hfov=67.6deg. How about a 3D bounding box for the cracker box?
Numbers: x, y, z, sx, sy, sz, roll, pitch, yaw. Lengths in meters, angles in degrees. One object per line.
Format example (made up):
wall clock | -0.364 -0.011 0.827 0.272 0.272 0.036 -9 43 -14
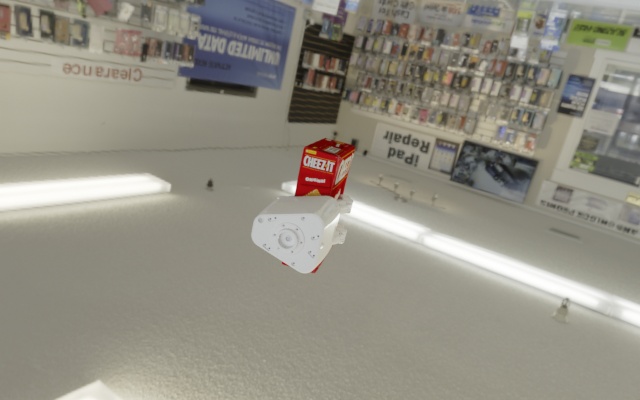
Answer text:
cracker box | 0.000 0.003 0.877 0.072 0.214 0.164 15 16 9
